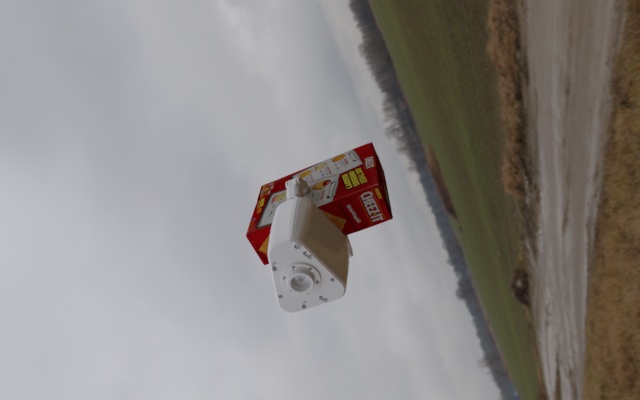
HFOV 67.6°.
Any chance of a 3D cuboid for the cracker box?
[{"bbox_3d":[0.000,0.002,0.765,0.214,0.072,0.164,-20,26,13],"label":"cracker box"}]
